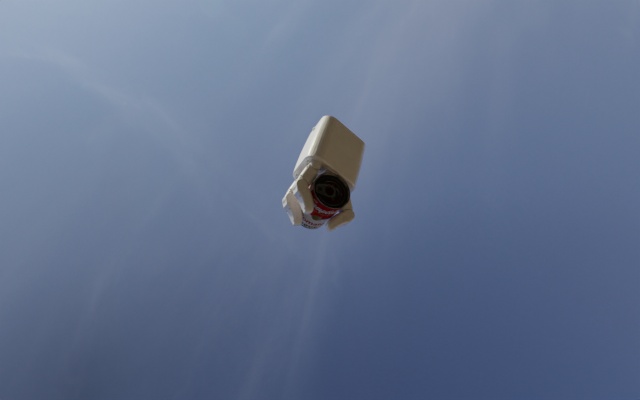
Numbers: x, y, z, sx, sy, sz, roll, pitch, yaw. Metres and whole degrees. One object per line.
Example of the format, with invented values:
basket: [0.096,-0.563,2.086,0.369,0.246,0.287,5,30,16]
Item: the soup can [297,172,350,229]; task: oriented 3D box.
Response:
soup can: [0.000,0.003,0.847,0.068,0.068,0.102,0,-24,-26]
